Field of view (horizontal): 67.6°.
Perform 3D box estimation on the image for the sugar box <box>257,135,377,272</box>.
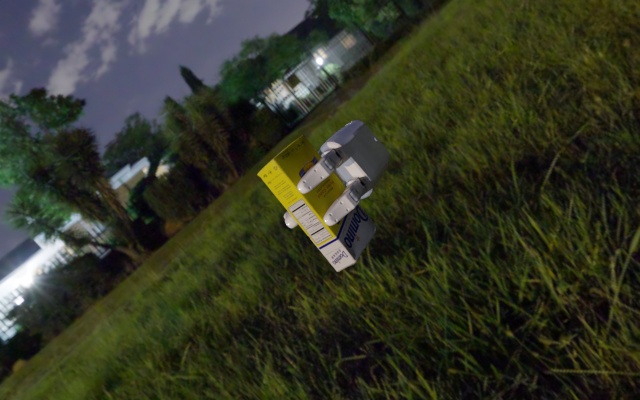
[{"bbox_3d":[0.000,0.002,0.665,0.048,0.176,0.093,-36,8,39],"label":"sugar box"}]
